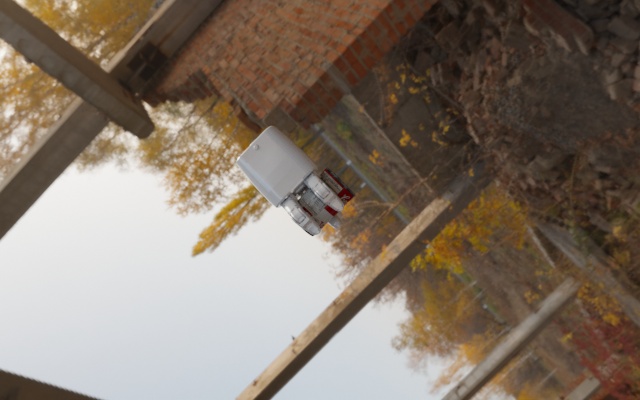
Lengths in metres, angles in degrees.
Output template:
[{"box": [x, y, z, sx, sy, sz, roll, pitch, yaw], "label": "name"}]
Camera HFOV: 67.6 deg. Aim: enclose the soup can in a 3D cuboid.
[{"box": [0.000, 0.003, 0.812, 0.068, 0.102, 0.068, 44, 4, -4], "label": "soup can"}]
